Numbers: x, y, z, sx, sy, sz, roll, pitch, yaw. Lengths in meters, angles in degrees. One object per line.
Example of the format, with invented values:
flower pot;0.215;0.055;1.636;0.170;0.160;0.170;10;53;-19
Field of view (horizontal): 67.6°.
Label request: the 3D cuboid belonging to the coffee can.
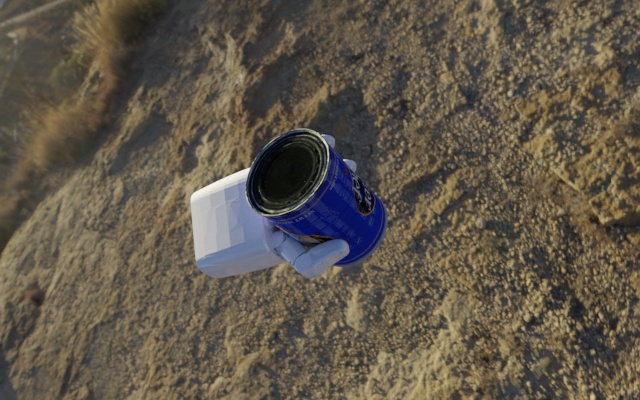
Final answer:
coffee can;0.000;0.002;0.530;0.103;0.102;0.140;0;-27;34
